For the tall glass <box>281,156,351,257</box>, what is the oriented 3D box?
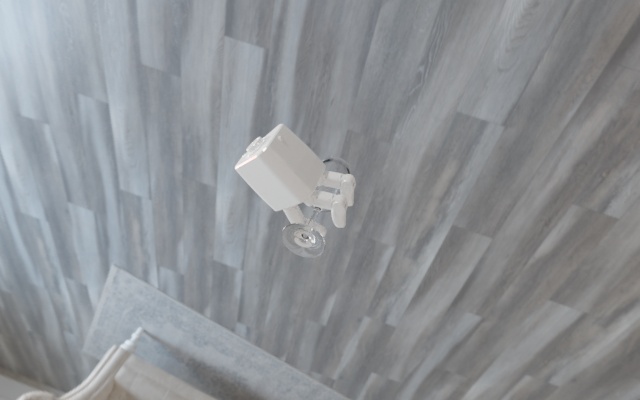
[{"bbox_3d":[0.000,0.003,0.838,0.079,0.079,0.201,0,38,22],"label":"tall glass"}]
